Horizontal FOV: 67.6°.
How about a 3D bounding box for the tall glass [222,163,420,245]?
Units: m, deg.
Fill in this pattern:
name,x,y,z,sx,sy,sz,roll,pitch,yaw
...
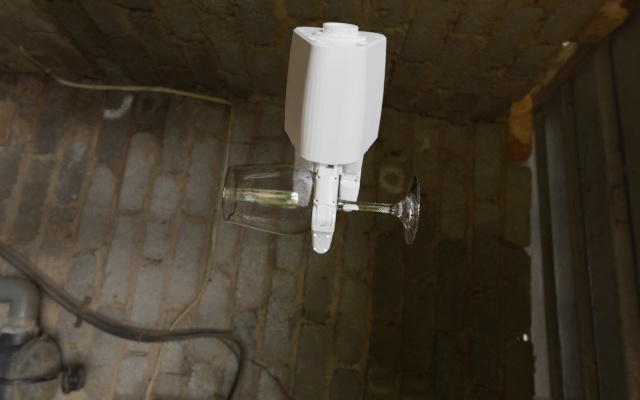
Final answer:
name,x,y,z,sx,sy,sz,roll,pitch,yaw
tall glass,0.001,0.002,0.515,0.201,0.079,0.079,5,0,0
